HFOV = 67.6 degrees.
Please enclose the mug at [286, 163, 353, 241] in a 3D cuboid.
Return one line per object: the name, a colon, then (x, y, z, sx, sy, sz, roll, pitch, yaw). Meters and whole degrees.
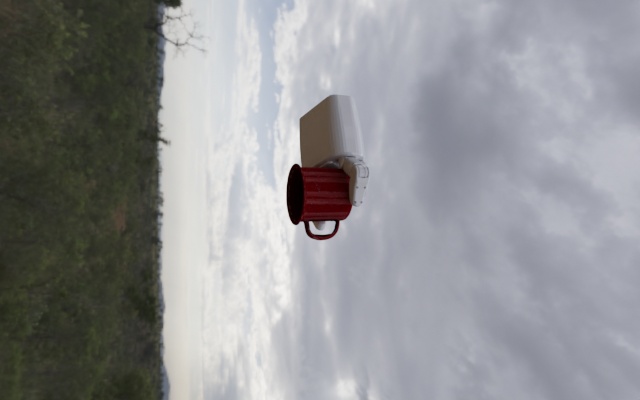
mug: (0.000, 0.004, 0.724, 0.081, 0.117, 0.093, 0, -17, -20)
